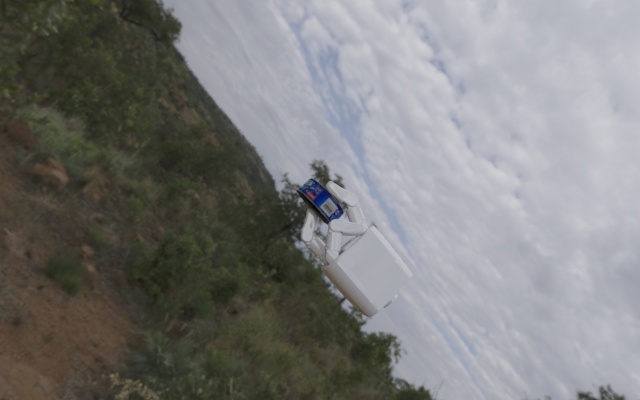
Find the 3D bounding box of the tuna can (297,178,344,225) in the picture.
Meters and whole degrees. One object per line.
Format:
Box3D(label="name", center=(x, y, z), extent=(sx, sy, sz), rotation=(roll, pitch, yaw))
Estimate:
Box3D(label="tuna can", center=(0.001, 0.002, 0.818), extent=(0.034, 0.086, 0.086), rotation=(-43, 6, -7))
